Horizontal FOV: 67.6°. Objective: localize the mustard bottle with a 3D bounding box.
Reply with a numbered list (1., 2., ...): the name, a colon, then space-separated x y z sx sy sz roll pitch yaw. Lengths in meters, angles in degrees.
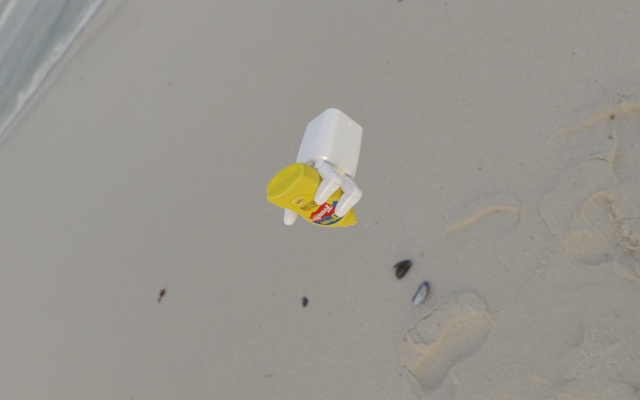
1. mustard bottle: 0.000 0.003 0.879 0.096 0.058 0.192 -33 -44 30
